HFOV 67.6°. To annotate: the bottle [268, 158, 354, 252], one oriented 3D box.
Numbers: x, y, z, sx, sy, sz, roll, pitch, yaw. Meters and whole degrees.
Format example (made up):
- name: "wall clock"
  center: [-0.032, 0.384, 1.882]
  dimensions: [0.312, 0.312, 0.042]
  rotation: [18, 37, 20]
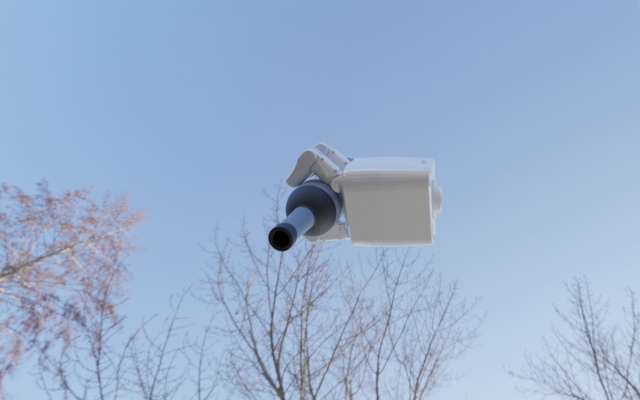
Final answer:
- name: "bottle"
  center: [0.000, 0.002, 0.622]
  dimensions: [0.069, 0.069, 0.295]
  rotation: [0, 15, 17]
